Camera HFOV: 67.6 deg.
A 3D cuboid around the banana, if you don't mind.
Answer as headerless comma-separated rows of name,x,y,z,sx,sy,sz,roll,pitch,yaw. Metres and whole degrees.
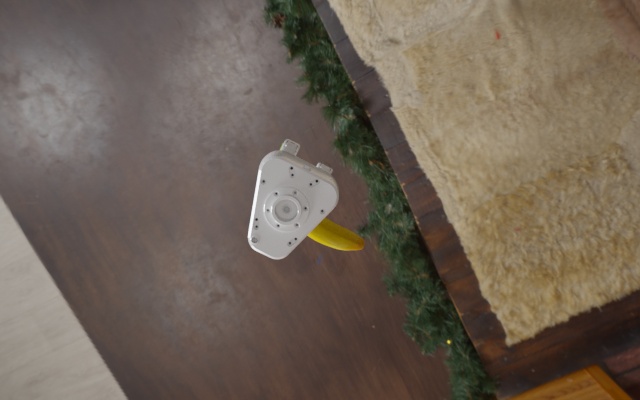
banana,-0.017,0.011,0.704,0.069,0.198,0.037,-38,6,-2
